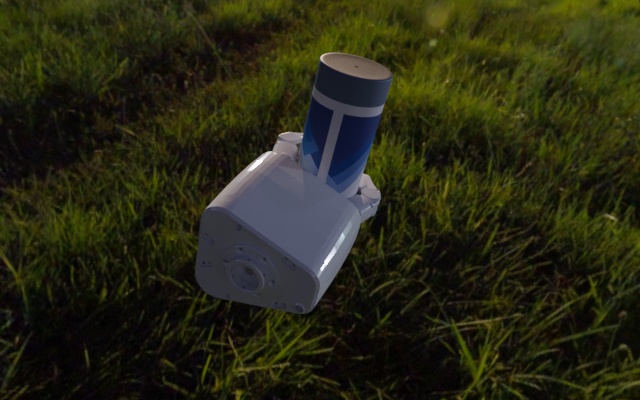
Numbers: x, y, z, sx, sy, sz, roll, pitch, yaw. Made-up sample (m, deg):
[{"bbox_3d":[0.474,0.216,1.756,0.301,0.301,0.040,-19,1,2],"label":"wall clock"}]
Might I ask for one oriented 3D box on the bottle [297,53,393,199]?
[{"bbox_3d":[0.000,0.001,0.499,0.069,0.296,0.069,11,33,-7],"label":"bottle"}]
